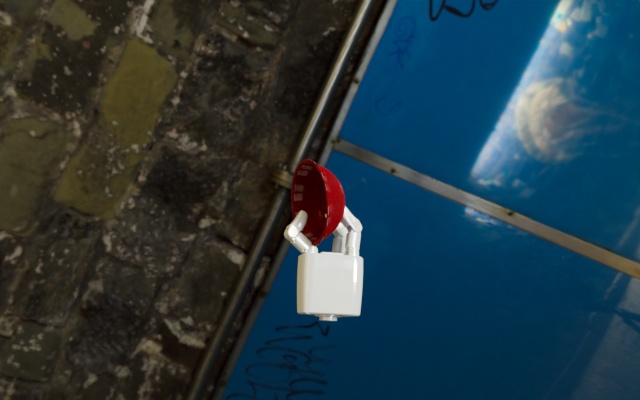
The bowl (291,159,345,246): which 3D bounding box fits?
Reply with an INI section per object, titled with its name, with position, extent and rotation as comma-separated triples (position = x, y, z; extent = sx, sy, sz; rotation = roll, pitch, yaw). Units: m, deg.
[bowl]
position = 0.000, 0.002, 0.888
extent = 0.055, 0.162, 0.162
rotation = -5, 2, -26
